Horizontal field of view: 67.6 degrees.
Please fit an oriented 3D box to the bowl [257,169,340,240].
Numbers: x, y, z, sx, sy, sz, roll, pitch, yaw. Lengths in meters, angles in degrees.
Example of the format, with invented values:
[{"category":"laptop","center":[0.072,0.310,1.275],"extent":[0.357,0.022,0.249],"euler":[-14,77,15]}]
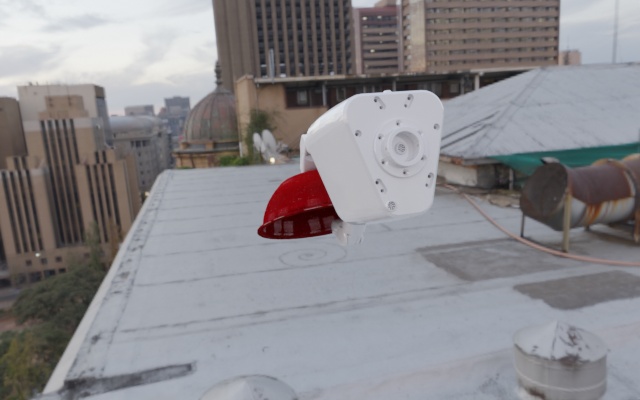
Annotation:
[{"category":"bowl","center":[-0.001,0.002,0.578],"extent":[0.162,0.055,0.162],"euler":[-10,-15,-3]}]
